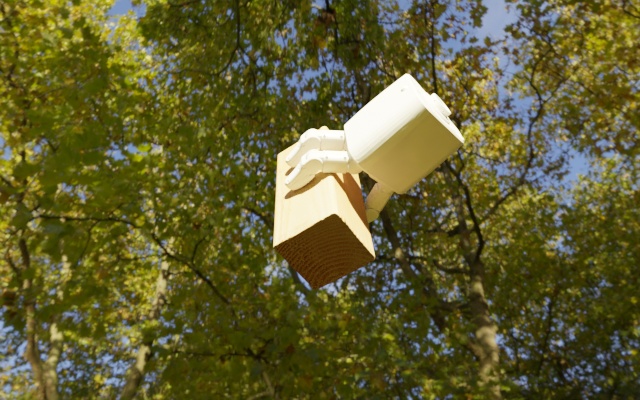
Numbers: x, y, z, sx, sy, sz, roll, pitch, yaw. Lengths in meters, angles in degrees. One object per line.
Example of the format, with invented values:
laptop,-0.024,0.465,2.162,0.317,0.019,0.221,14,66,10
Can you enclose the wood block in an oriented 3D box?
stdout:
wood block,0.001,0.002,0.635,0.090,0.091,0.206,-30,32,17
